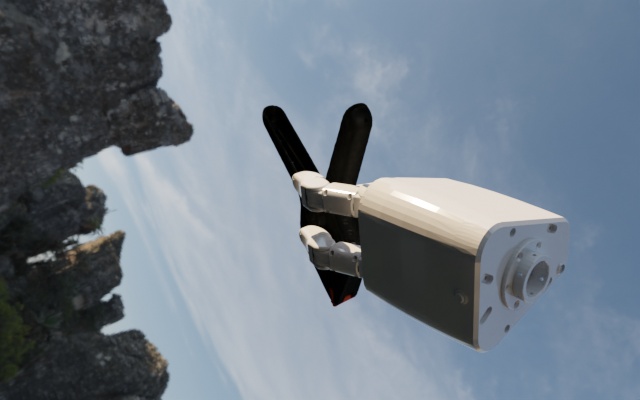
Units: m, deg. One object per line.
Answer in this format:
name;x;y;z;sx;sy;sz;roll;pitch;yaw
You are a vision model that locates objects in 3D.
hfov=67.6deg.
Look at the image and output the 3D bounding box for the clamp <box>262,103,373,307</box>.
clamp;0.001;0.002;0.467;0.036;0.210;0.164;-20;26;-27
